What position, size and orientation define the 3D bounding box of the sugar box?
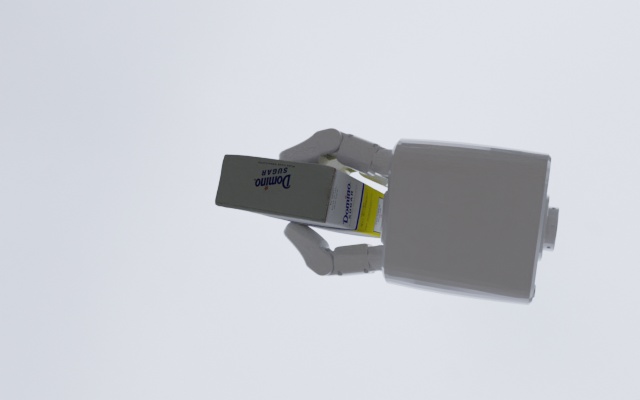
[{"bbox_3d":[0.000,0.001,0.410,0.093,0.048,0.176,8,-7,24],"label":"sugar box"}]
